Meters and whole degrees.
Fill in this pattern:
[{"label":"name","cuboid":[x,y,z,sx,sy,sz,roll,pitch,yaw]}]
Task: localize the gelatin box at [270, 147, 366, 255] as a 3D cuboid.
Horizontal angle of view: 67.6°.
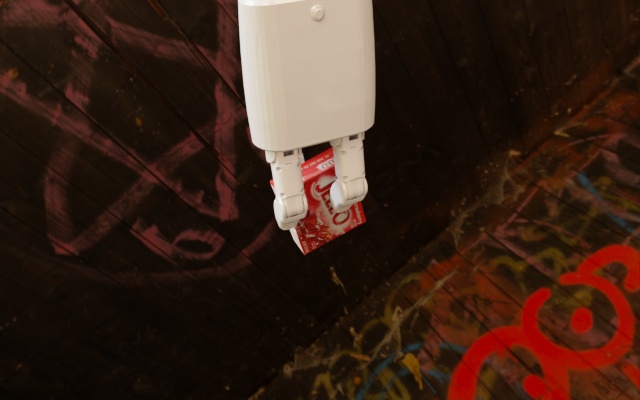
[{"label":"gelatin box","cuboid":[0.000,0.002,0.464,0.073,0.089,0.030,-28,44,-10]}]
